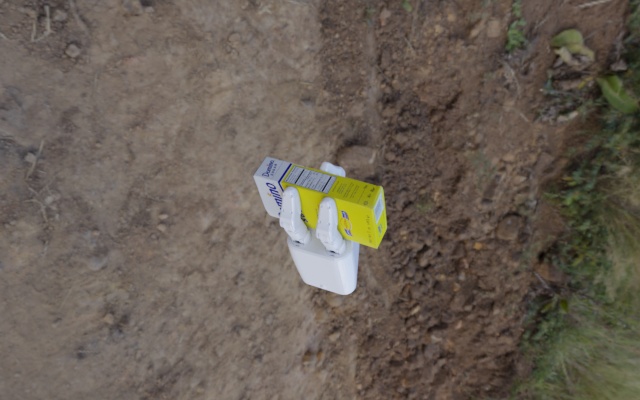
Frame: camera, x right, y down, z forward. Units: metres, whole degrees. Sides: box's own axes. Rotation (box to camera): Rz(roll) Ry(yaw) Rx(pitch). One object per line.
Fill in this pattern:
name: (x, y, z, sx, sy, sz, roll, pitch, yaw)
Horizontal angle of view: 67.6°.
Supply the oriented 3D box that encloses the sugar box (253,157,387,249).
sugar box: (0.000, 0.003, 0.655, 0.176, 0.048, 0.093, 13, -35, 22)
